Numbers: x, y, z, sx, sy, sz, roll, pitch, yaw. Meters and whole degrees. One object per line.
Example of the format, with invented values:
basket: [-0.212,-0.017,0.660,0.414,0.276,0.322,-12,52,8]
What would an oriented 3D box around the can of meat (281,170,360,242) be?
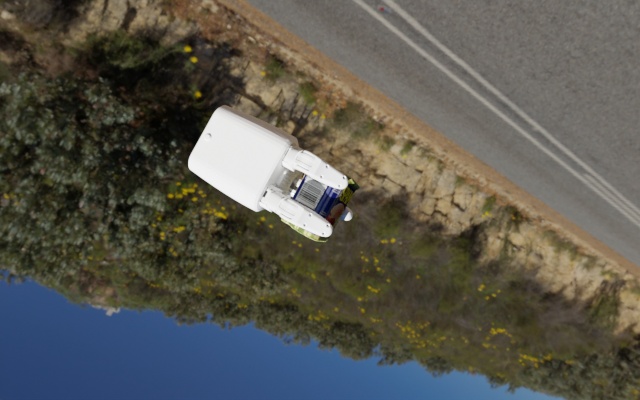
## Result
can of meat: [0.000,0.002,0.587,0.057,0.084,0.102,29,0,13]
